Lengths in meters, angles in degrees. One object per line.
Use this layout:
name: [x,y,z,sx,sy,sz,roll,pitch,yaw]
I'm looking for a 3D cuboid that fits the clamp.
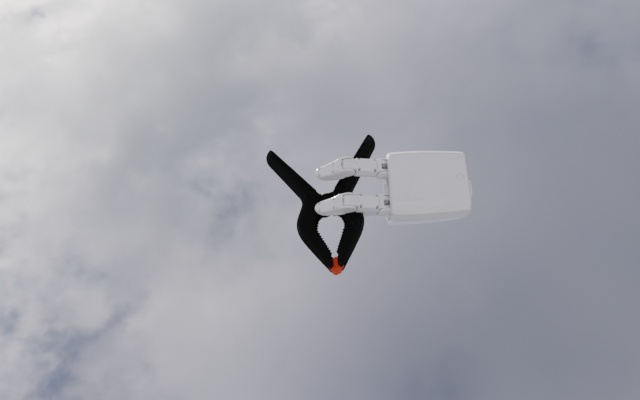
clamp: [0.000,0.003,0.686,0.164,0.210,0.036,-3,-24,7]
